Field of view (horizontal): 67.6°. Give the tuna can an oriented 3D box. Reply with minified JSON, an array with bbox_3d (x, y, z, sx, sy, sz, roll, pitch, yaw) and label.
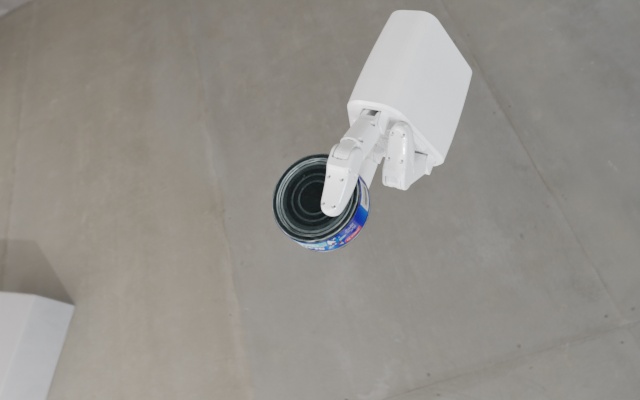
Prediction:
[{"bbox_3d":[0.000,0.001,0.432,0.086,0.086,0.034,0,-18,23],"label":"tuna can"}]
